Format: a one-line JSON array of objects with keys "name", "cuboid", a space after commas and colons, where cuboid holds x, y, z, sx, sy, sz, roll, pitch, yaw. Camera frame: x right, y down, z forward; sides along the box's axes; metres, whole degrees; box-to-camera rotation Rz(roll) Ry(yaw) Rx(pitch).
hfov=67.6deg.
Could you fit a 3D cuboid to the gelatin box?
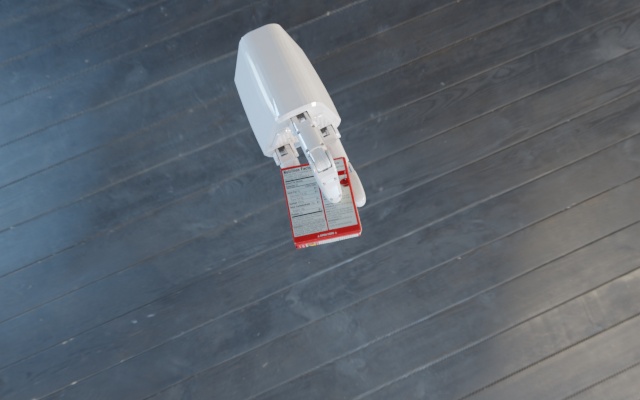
[{"name": "gelatin box", "cuboid": [0.000, 0.002, 0.523, 0.073, 0.089, 0.030, -12, -16, -1]}]
